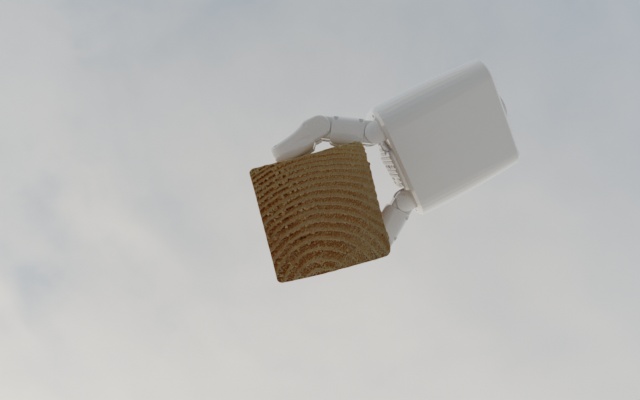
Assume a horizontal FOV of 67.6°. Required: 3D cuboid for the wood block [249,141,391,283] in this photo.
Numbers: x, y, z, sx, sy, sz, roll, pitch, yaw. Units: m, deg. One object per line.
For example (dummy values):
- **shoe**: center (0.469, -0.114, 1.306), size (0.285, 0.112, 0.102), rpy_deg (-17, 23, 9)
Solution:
- **wood block**: center (0.001, 0.002, 0.454), size (0.090, 0.091, 0.206), rpy_deg (-15, 4, 2)
